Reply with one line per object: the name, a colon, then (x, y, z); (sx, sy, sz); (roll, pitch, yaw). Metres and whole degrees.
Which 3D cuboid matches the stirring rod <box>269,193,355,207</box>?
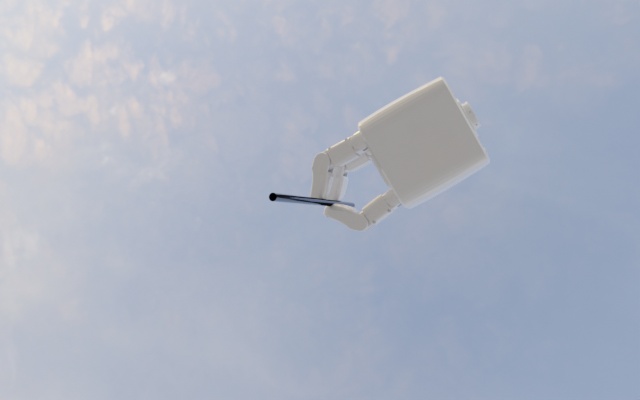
stirring rod: (0.000, 0.002, 0.545); (0.011, 0.011, 0.239); (0, -2, 21)
